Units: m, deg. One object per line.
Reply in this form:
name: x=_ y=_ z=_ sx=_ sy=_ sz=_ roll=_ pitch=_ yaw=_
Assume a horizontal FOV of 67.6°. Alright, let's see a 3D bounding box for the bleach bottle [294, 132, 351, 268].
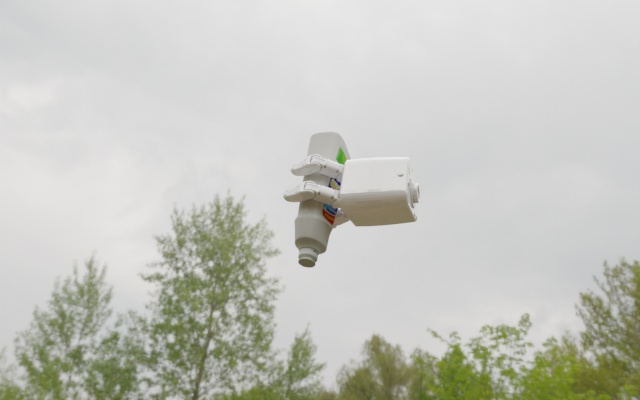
bleach bottle: x=0.000 y=0.003 z=0.819 sx=0.068 sy=0.250 sz=0.103 roll=-3 pitch=-38 yaw=18
